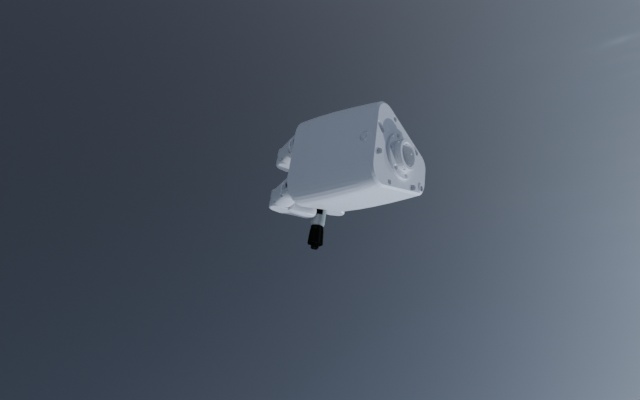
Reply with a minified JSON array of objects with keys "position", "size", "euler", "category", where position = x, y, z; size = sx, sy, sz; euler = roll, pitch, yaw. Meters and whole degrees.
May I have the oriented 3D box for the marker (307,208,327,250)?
[{"position":[0.000,0.002,0.592],"size":[0.020,0.121,0.020],"euler":[7,-22,3],"category":"marker"}]
